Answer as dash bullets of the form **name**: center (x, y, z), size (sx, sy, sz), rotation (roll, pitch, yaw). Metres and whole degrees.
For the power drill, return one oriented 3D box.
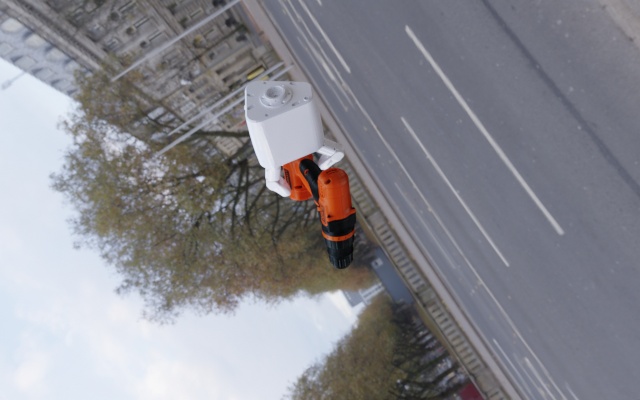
- **power drill**: center (0.000, 0.002, 0.808), size (0.057, 0.185, 0.187), rotation (-18, 35, -20)
